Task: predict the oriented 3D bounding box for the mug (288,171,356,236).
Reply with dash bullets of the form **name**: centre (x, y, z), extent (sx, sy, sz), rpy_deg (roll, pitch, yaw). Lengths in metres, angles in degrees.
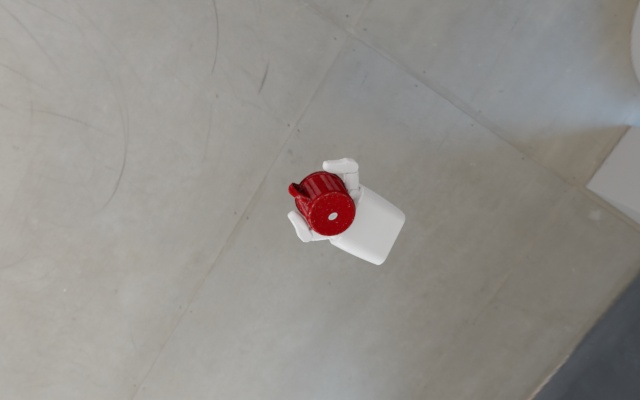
- **mug**: centre (-0.001, 0.002, 0.788), extent (0.117, 0.093, 0.081), rpy_deg (27, 14, -23)
